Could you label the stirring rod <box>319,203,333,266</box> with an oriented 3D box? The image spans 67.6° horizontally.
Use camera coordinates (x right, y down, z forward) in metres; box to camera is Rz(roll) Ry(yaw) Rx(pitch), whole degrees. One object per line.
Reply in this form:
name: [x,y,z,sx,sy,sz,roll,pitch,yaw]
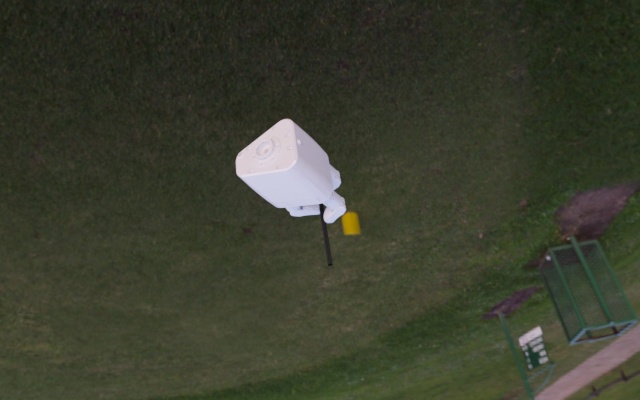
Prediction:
stirring rod: [0.000,0.003,0.830,0.011,0.239,0.011,-6,-32,-4]
